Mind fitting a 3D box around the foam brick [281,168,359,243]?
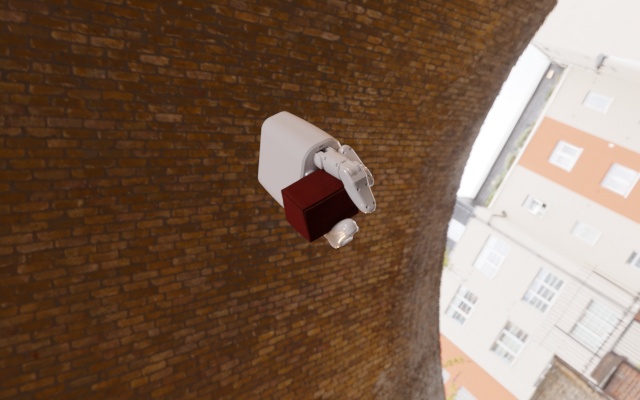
[{"bbox_3d":[0.000,0.002,0.569,0.078,0.053,0.051,-30,45,-24],"label":"foam brick"}]
